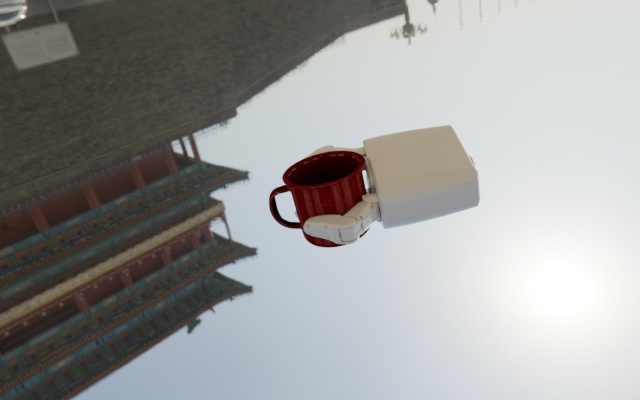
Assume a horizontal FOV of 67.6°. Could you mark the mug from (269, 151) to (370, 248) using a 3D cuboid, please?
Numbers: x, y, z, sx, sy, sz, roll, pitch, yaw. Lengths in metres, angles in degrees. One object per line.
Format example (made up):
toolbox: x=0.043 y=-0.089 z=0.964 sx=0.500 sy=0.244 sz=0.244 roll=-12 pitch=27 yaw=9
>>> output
mug: x=-0.001 y=0.002 z=0.540 sx=0.117 sy=0.081 sz=0.093 roll=-12 pitch=26 yaw=4
